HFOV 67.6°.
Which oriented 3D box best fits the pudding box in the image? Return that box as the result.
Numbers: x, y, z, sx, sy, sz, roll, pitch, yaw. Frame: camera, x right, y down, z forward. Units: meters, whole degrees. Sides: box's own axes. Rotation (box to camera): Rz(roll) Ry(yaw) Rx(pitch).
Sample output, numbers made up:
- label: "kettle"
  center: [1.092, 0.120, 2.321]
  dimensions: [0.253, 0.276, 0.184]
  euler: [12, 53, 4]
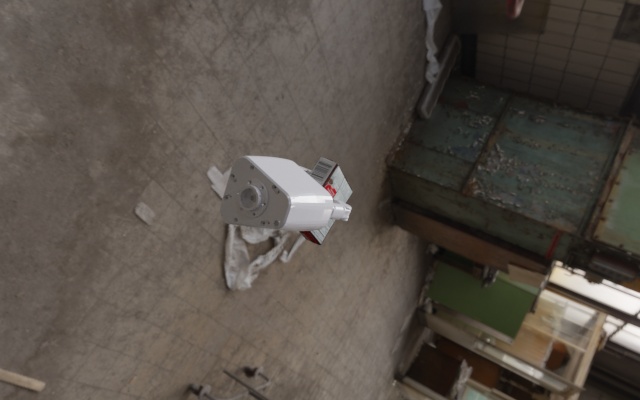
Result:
- label: "pudding box"
  center: [0.000, 0.003, 0.754]
  dimensions: [0.039, 0.113, 0.090]
  euler: [24, -17, 30]
